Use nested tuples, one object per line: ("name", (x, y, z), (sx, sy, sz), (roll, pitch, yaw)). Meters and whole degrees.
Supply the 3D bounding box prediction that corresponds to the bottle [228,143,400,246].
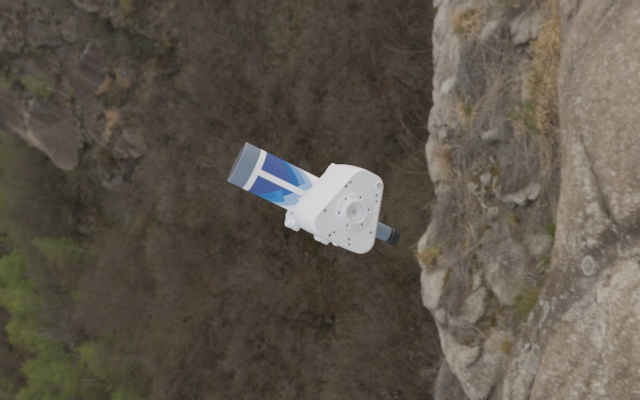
("bottle", (0.000, 0.002, 0.768), (0.296, 0.069, 0.069), (26, -8, -16))
